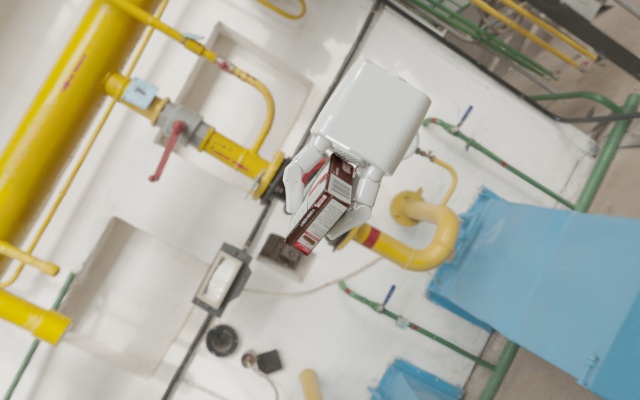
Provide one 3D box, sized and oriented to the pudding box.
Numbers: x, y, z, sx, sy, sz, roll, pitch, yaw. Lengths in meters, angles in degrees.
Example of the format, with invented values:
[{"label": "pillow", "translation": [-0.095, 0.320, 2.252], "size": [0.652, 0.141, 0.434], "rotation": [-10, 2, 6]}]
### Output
[{"label": "pudding box", "translation": [0.000, 0.002, 0.594], "size": [0.039, 0.090, 0.113], "rotation": [33, 26, -10]}]
